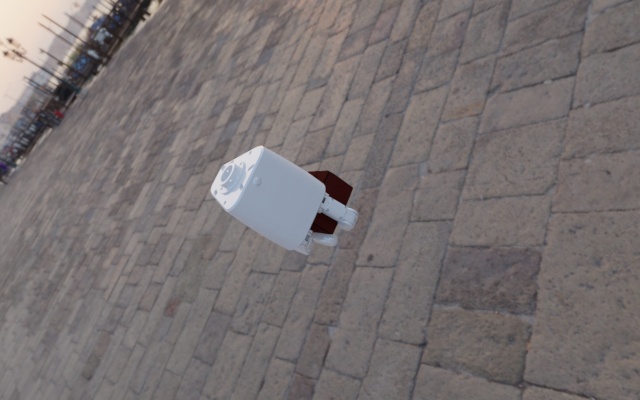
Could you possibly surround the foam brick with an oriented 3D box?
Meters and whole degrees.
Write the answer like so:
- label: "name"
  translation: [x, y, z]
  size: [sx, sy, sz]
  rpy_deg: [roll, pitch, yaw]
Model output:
- label: "foam brick"
  translation: [0.000, 0.002, 0.676]
  size: [0.051, 0.078, 0.053]
  rpy_deg: [33, -17, -30]
